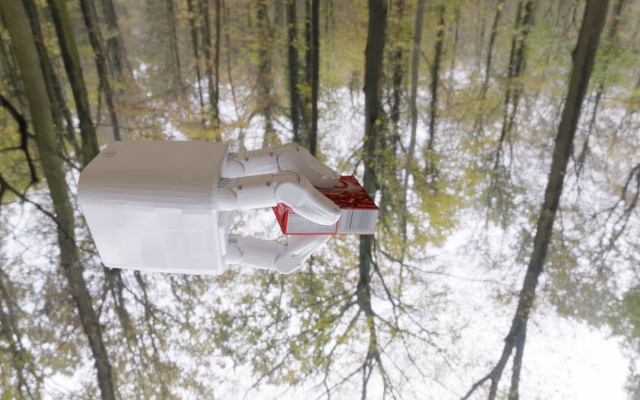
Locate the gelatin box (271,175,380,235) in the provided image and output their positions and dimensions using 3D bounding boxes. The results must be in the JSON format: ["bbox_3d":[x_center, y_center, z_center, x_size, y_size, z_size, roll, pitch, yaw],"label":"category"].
[{"bbox_3d":[0.000,0.002,0.443,0.089,0.030,0.073,1,27,-17],"label":"gelatin box"}]
